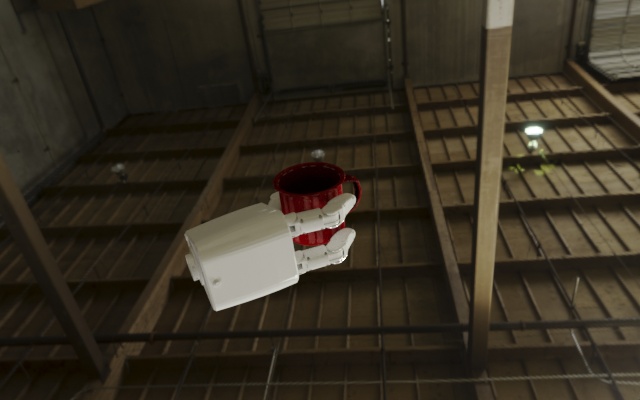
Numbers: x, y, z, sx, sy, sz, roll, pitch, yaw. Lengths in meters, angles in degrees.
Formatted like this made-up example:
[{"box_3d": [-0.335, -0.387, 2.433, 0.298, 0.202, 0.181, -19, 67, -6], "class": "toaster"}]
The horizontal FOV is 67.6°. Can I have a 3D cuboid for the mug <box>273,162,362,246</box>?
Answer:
[{"box_3d": [0.001, 0.002, 0.635, 0.117, 0.081, 0.093, -18, 32, -18], "class": "mug"}]
